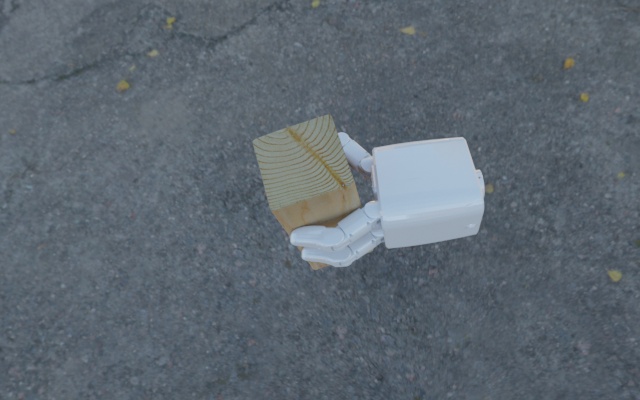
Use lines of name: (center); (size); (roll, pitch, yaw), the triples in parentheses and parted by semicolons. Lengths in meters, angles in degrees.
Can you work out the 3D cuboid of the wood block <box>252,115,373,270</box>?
wood block: (0.000, 0.001, 0.574); (0.090, 0.090, 0.206); (-18, -27, 3)
